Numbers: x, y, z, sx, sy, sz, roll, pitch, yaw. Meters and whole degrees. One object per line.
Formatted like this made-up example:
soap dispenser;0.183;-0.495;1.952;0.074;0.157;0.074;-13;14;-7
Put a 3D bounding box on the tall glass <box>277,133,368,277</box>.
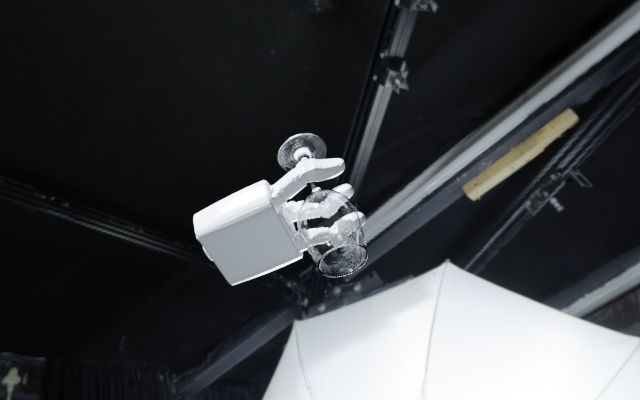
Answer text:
tall glass;0.000;0.001;0.625;0.079;0.079;0.201;0;44;-23
